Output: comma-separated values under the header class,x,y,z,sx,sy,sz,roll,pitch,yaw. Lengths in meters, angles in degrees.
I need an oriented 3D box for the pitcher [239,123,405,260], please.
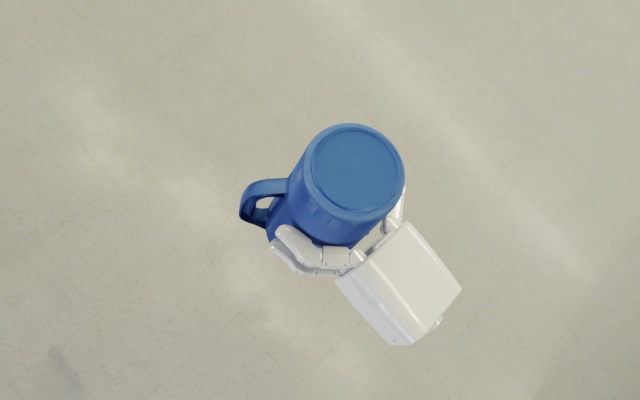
class,x,y,z,sx,sy,sz,roll,pitch,yaw
pitcher,0.000,0.002,0.581,0.149,0.145,0.243,-37,-6,-20
